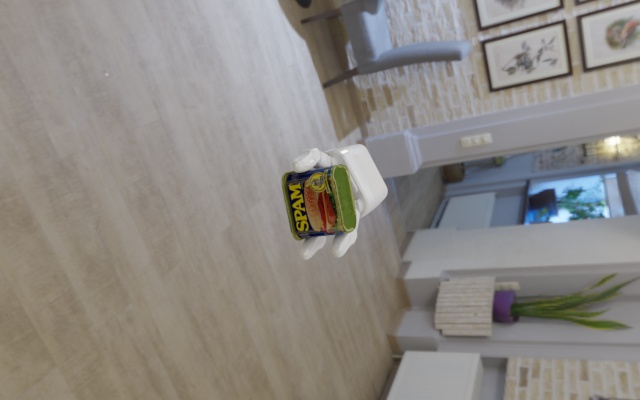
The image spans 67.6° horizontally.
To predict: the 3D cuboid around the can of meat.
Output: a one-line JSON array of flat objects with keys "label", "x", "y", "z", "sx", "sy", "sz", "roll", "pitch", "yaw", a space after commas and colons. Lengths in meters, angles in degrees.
[{"label": "can of meat", "x": 0.000, "y": 0.002, "z": 0.682, "sx": 0.084, "sy": 0.102, "sz": 0.057, "roll": -8, "pitch": 6, "yaw": 28}]
